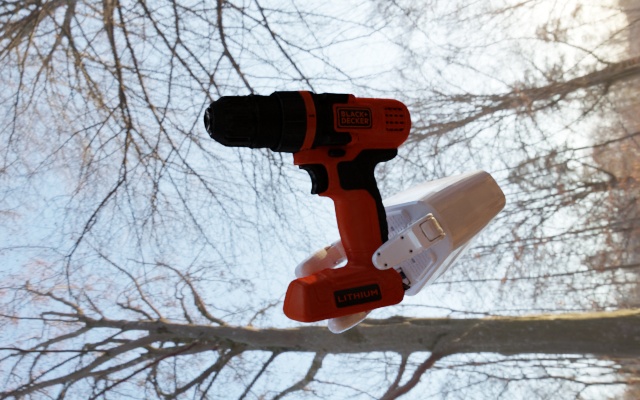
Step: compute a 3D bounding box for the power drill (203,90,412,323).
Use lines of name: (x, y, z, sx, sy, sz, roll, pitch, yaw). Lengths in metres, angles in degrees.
power drill: (0.000, 0.002, 0.400, 0.184, 0.187, 0.057, -4, 1, -25)
